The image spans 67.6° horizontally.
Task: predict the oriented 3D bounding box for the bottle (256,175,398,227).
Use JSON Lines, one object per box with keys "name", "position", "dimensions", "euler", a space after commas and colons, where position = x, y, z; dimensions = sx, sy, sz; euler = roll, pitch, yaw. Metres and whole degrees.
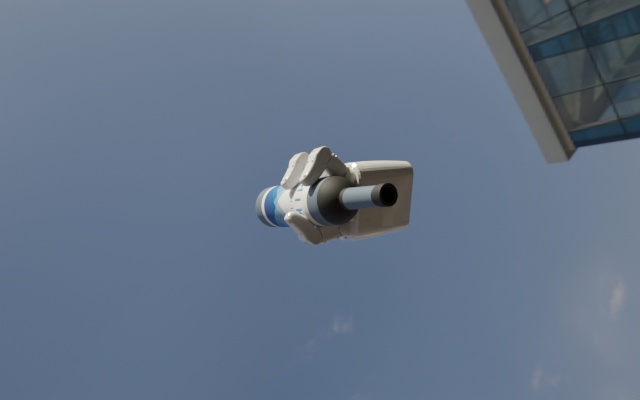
{"name": "bottle", "position": [0.000, 0.002, 0.662], "dimensions": [0.069, 0.069, 0.296], "euler": [0, -3, -32]}
